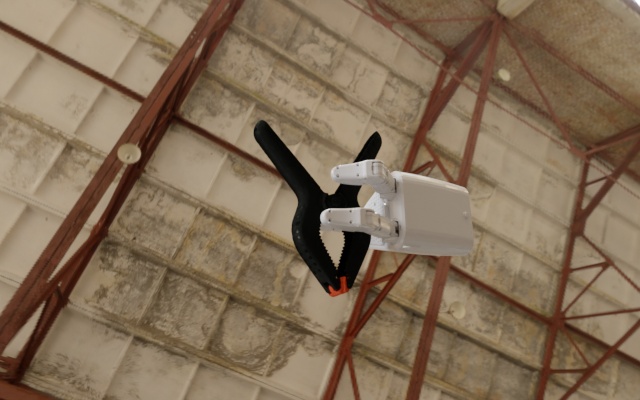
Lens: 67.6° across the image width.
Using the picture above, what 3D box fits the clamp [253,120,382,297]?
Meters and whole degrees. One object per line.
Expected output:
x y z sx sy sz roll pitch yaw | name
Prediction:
0.000 0.003 0.547 0.164 0.210 0.036 8 -22 -20 | clamp
